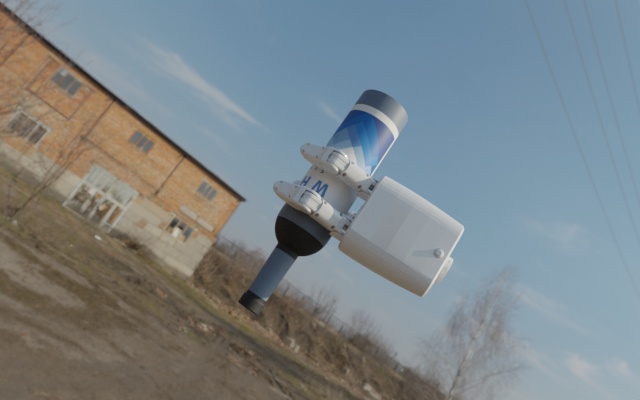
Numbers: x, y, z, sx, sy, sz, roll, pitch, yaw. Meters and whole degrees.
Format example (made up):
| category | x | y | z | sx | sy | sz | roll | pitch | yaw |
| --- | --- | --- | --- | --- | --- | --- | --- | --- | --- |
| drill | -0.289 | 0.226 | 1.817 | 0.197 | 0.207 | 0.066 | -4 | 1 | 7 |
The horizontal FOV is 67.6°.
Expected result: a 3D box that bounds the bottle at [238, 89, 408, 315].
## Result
| category | x | y | z | sx | sy | sz | roll | pitch | yaw |
| --- | --- | --- | --- | --- | --- | --- | --- | --- | --- |
| bottle | 0.000 | 0.002 | 0.563 | 0.069 | 0.295 | 0.069 | 32 | -14 | 9 |
